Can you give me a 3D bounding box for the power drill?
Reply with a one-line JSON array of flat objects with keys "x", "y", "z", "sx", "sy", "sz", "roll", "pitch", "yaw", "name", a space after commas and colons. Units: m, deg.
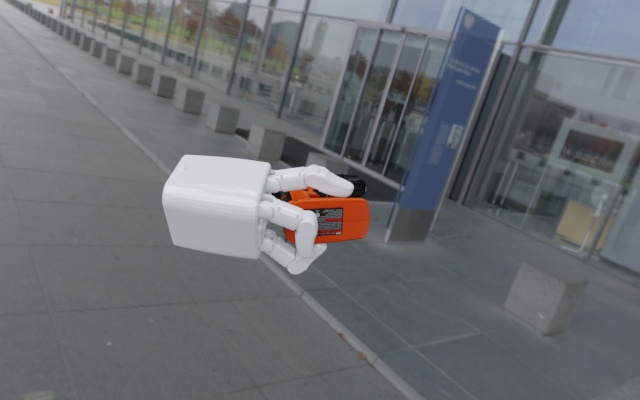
[{"x": 0.000, "y": 0.002, "z": 0.656, "sx": 0.184, "sy": 0.057, "sz": 0.187, "roll": -5, "pitch": 15, "yaw": -15, "name": "power drill"}]
